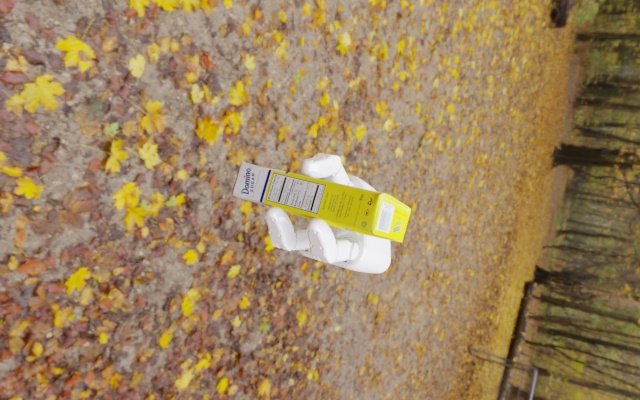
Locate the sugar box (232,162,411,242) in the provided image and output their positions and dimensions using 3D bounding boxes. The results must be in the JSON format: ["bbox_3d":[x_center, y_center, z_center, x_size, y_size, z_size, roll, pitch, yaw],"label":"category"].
[{"bbox_3d":[0.000,0.002,0.528,0.176,0.048,0.093,11,-6,29],"label":"sugar box"}]
